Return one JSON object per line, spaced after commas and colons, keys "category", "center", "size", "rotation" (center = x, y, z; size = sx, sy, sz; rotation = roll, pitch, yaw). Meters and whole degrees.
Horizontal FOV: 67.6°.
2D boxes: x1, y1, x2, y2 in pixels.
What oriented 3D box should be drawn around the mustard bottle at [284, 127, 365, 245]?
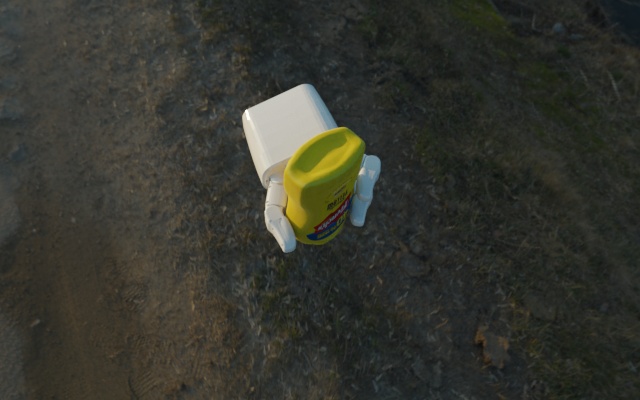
{"category": "mustard bottle", "center": [0.000, 0.002, 0.579], "size": [0.096, 0.058, 0.192], "rotation": [-40, -21, -24]}
